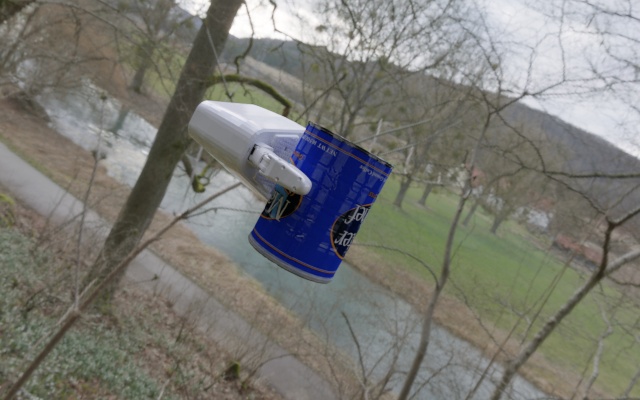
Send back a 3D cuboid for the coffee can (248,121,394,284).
[{"bbox_3d":[0.000,0.002,0.508,0.103,0.140,0.103,28,6,-3],"label":"coffee can"}]
